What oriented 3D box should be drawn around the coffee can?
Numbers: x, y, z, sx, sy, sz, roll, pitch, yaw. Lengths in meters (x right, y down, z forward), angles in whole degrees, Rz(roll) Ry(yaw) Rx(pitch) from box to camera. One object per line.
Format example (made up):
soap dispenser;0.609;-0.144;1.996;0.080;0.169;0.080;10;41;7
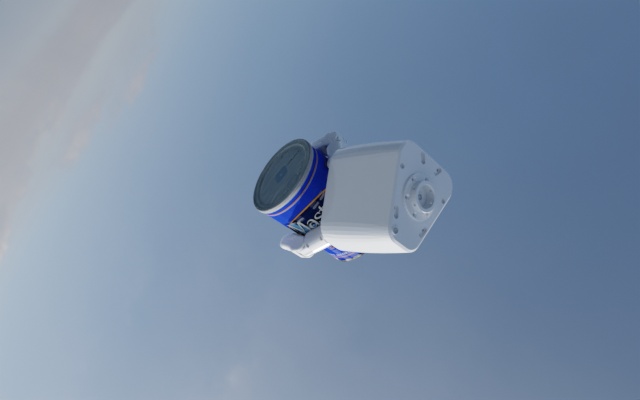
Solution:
coffee can;0.000;0.002;0.612;0.140;0.102;0.103;35;-20;-31
